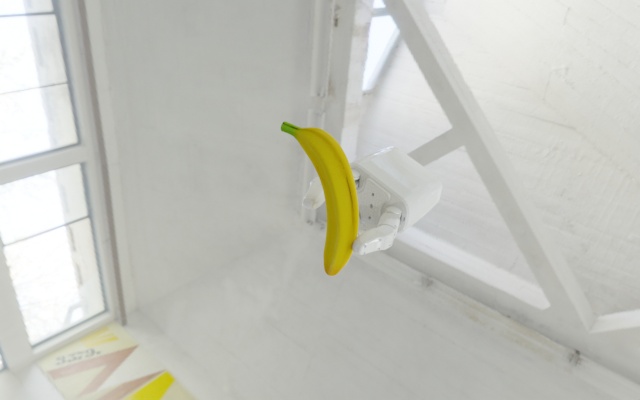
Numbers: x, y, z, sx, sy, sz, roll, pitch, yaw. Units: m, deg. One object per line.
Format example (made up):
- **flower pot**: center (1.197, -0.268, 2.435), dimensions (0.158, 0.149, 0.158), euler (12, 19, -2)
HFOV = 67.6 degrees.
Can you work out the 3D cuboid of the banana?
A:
- **banana**: center (0.013, -0.002, 0.557), dimensions (0.069, 0.198, 0.037), euler (-3, 18, 43)
